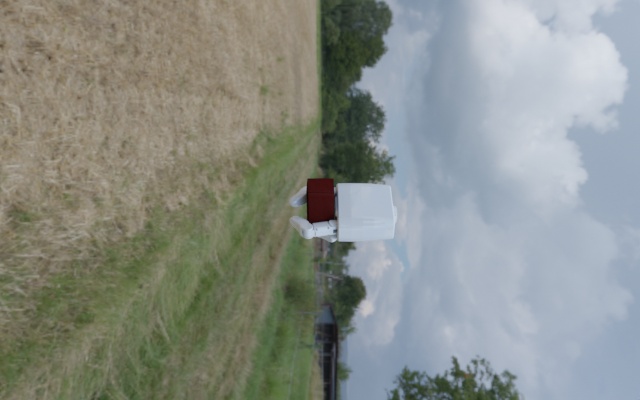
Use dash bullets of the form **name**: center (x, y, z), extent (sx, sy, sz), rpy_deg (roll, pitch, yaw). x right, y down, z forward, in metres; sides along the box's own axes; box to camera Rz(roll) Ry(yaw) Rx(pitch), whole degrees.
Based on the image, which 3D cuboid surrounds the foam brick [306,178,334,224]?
- **foam brick**: center (0.000, 0.003, 0.899), extent (0.051, 0.078, 0.053), rpy_deg (0, 34, 1)
